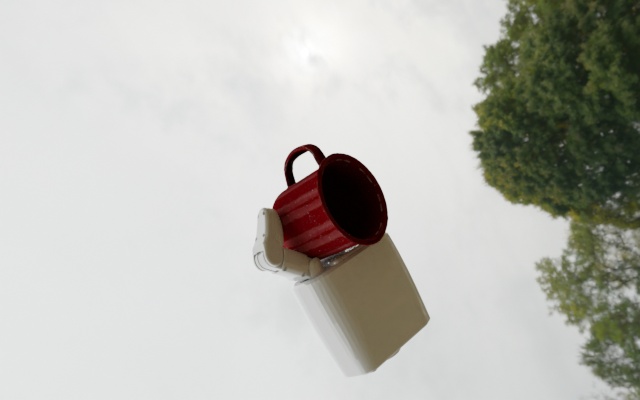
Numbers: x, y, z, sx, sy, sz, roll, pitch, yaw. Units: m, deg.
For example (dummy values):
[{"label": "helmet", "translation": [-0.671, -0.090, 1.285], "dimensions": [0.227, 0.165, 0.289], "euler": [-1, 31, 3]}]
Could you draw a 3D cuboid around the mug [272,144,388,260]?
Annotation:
[{"label": "mug", "translation": [-0.001, 0.000, 0.470], "dimensions": [0.081, 0.117, 0.093], "euler": [-29, -1, 41]}]
